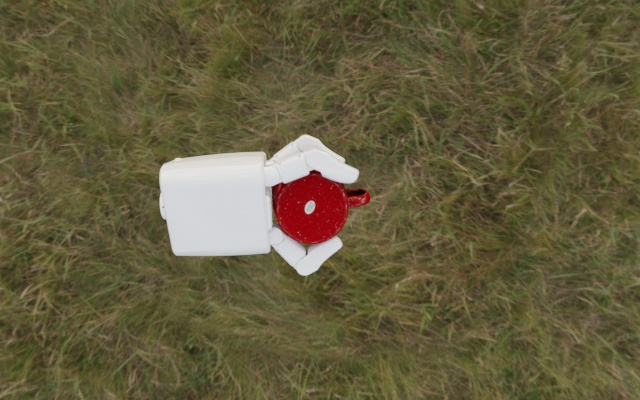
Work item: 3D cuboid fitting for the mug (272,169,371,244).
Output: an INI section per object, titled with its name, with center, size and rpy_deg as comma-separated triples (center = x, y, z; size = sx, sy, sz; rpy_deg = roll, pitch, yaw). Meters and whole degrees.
[mug]
center = 0.002, 0.002, 0.555
size = 0.117, 0.093, 0.081
rpy_deg = -3, 11, -4
